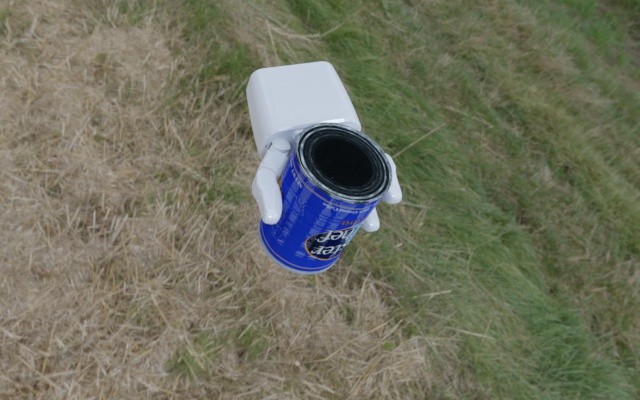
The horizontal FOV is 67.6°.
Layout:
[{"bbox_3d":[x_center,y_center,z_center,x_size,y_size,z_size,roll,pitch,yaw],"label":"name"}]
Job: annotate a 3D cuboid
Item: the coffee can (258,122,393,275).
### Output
[{"bbox_3d":[0.000,0.002,0.513,0.103,0.102,0.140,0,-36,-26],"label":"coffee can"}]
